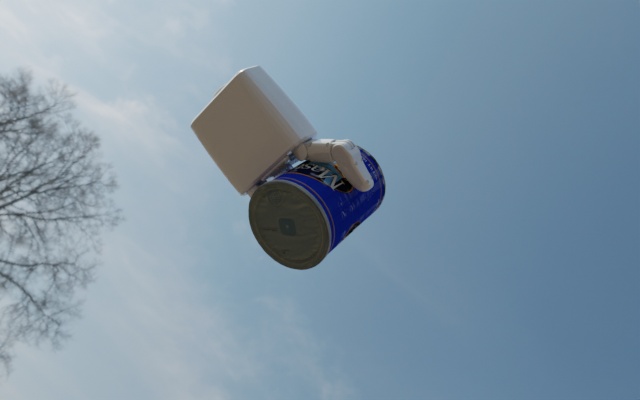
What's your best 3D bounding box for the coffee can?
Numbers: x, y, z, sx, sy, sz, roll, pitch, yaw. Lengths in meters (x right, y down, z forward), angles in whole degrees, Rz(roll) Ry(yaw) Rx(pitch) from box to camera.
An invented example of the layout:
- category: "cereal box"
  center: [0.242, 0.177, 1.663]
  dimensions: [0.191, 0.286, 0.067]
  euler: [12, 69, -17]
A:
- category: "coffee can"
  center: [0.000, 0.002, 0.553]
  dimensions: [0.103, 0.103, 0.140]
  euler: [0, 22, 34]
